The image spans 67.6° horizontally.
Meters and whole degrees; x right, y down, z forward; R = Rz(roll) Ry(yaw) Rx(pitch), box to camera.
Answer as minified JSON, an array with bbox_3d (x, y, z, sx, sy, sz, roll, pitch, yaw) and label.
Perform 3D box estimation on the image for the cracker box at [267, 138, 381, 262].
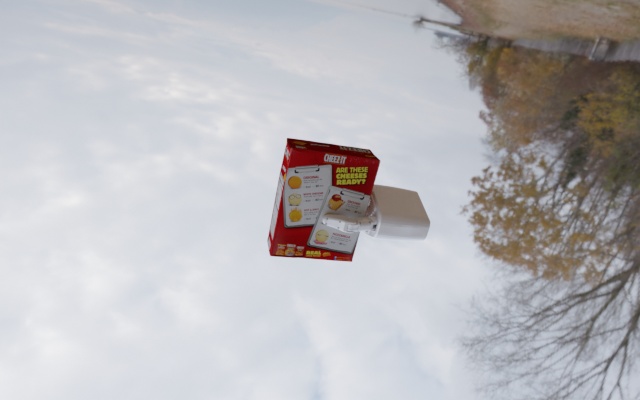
[{"bbox_3d":[0.000,0.003,0.881,0.164,0.214,0.072,6,23,-16],"label":"cracker box"}]
